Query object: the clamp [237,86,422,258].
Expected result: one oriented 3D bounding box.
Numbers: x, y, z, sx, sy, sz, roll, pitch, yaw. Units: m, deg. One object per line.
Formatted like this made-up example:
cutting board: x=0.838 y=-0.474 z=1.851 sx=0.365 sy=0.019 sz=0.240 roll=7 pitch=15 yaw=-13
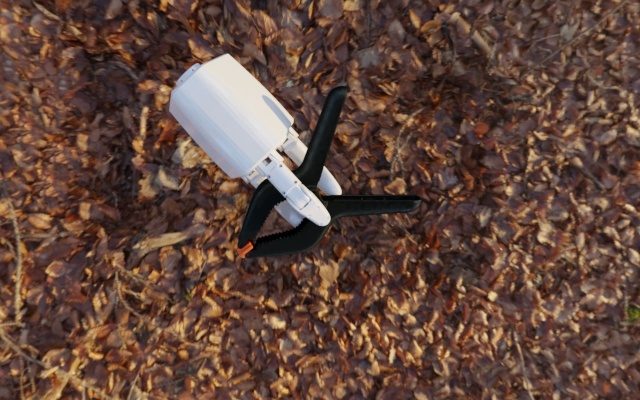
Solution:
clamp: x=0.000 y=0.002 z=0.533 sx=0.210 sy=0.164 sz=0.036 roll=-43 pitch=14 yaw=4
